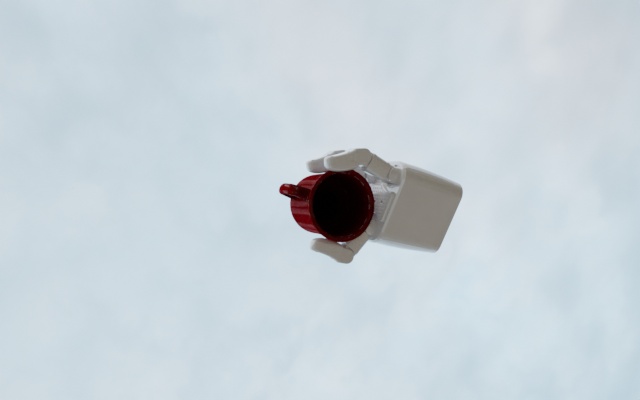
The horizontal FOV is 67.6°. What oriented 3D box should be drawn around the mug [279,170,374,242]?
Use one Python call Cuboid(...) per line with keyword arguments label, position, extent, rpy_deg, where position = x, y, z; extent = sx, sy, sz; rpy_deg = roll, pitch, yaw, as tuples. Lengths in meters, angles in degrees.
Cuboid(label="mug", position=(-0.001, 0.002, 0.622), extent=(0.117, 0.093, 0.081), rpy_deg=(16, -6, -25))
